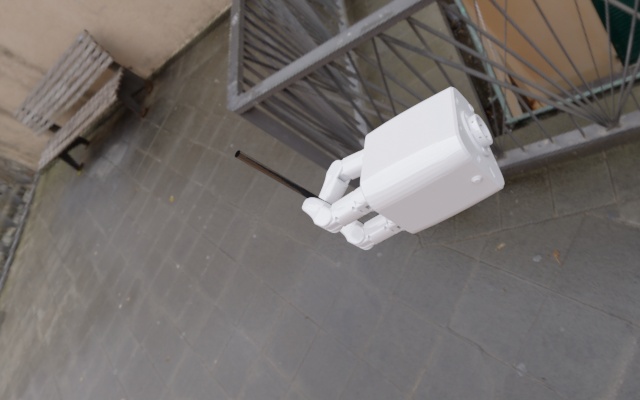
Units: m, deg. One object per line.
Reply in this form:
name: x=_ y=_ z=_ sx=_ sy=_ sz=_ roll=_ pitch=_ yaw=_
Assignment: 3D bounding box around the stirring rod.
stirring rod: x=0.000 y=0.002 z=0.540 sx=0.011 sy=0.011 sz=0.240 roll=0 pitch=-23 yaw=47
